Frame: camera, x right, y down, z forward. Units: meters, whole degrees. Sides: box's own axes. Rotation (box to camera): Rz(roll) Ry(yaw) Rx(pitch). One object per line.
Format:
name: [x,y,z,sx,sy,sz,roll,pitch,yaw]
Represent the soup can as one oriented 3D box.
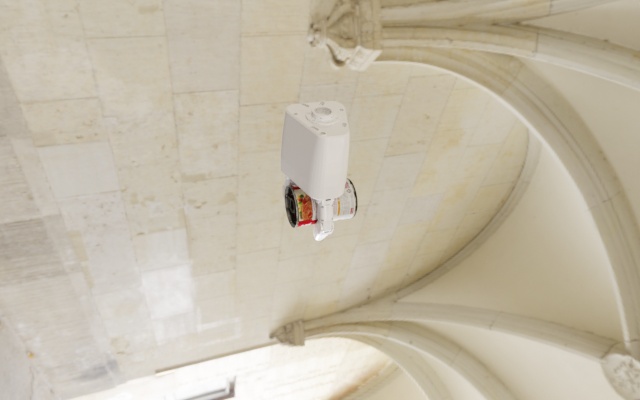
soup can: [0.000,0.003,0.766,0.102,0.068,0.068,-9,3,-18]
